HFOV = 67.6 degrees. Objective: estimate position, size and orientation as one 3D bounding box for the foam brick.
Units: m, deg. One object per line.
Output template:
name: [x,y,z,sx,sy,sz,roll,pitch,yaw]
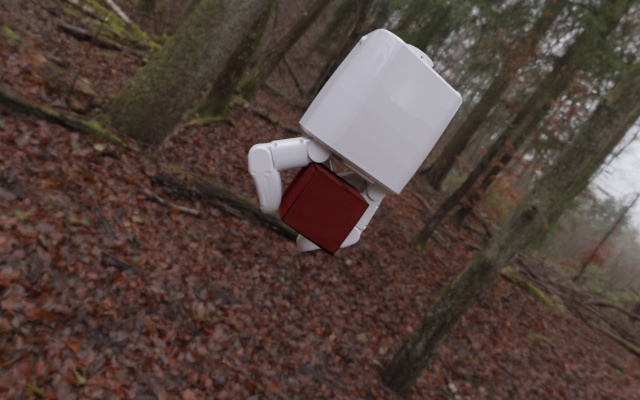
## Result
foam brick: [0.000,0.002,0.407,0.053,0.051,0.078,35,7,-13]
